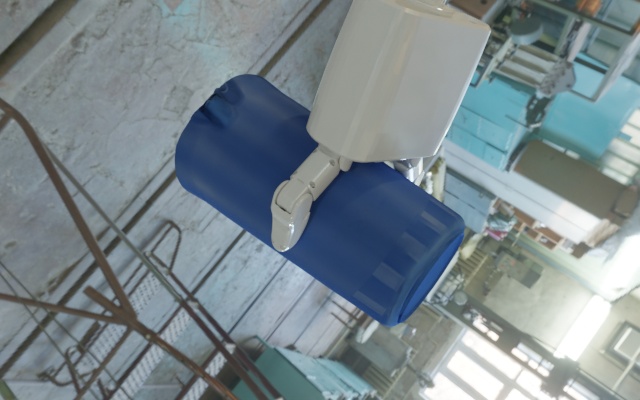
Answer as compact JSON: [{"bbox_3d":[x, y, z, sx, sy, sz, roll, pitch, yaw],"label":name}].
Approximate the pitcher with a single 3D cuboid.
[{"bbox_3d":[0.000,0.001,0.435,0.242,0.145,0.149,35,33,22],"label":"pitcher"}]
